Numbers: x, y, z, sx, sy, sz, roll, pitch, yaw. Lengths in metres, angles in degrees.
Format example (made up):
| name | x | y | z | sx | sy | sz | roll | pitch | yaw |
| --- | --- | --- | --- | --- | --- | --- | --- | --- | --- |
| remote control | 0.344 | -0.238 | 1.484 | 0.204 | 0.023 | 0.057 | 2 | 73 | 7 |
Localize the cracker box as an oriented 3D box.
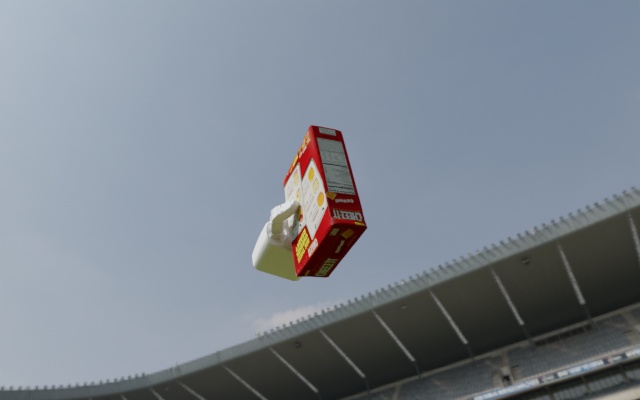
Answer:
| name | x | y | z | sx | sy | sz | roll | pitch | yaw |
| --- | --- | --- | --- | --- | --- | --- | --- | --- | --- |
| cracker box | 0.000 | 0.003 | 0.838 | 0.072 | 0.213 | 0.164 | 5 | -39 | -23 |
